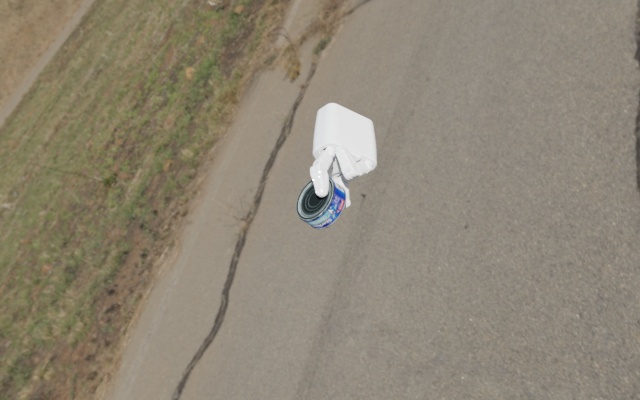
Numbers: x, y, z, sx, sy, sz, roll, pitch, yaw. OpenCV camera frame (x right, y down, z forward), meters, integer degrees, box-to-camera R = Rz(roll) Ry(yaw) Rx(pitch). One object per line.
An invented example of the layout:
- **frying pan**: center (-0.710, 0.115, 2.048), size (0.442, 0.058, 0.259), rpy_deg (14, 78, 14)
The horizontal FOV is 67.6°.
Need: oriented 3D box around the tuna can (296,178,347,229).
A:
- **tuna can**: center (0.000, 0.002, 0.801), size (0.086, 0.086, 0.034), rpy_deg (0, -26, 46)
